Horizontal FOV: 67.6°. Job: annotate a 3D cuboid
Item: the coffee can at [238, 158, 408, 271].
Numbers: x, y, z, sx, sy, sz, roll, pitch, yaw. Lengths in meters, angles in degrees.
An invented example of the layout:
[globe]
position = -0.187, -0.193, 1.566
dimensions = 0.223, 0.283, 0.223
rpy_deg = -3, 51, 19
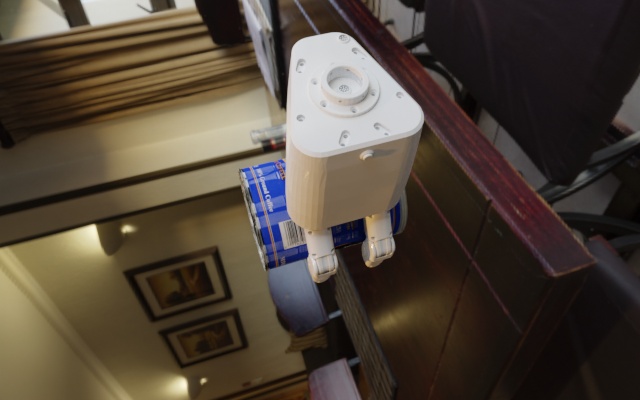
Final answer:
[coffee can]
position = 0.000, 0.002, 0.472
dimensions = 0.140, 0.103, 0.103
rpy_deg = -15, 3, -11
